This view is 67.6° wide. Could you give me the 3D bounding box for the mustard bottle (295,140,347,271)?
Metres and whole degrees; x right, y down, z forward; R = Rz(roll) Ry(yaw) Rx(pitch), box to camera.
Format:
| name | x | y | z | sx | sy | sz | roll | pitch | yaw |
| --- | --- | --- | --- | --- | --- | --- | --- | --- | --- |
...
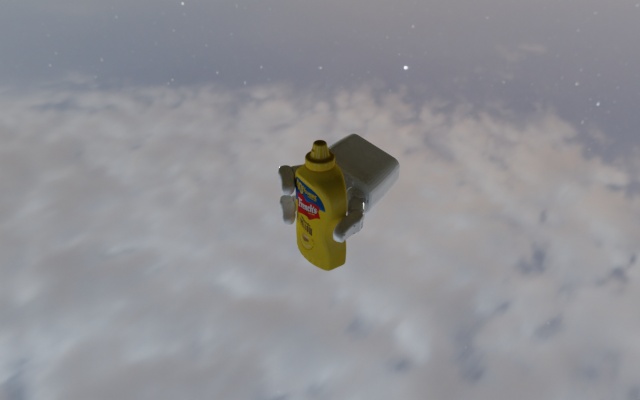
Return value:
| name | x | y | z | sx | sy | sz | roll | pitch | yaw |
| --- | --- | --- | --- | --- | --- | --- | --- | --- | --- |
| mustard bottle | 0.000 | 0.003 | 0.683 | 0.058 | 0.192 | 0.096 | -19 | 39 | -26 |
